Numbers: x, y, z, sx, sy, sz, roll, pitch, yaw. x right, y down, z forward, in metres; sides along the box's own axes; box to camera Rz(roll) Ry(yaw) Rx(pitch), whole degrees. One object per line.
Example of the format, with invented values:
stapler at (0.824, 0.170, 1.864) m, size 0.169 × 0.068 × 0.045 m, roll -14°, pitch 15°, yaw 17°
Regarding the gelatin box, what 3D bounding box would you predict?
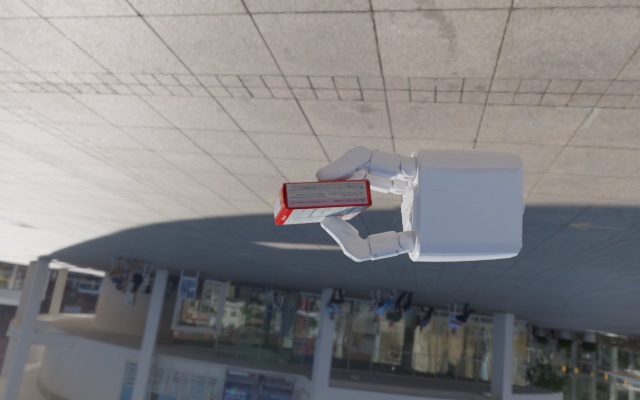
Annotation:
gelatin box at (0.000, 0.002, 0.494) m, size 0.089 × 0.030 × 0.073 m, roll -4°, pitch -13°, yaw -14°
